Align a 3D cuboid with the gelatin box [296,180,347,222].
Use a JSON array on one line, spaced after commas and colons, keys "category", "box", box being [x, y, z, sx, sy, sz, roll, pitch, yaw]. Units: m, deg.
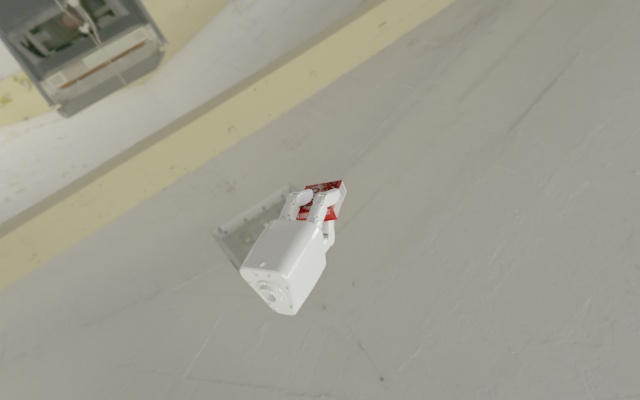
[{"category": "gelatin box", "box": [0.000, 0.003, 0.840, 0.073, 0.030, 0.089, -9, 32, 23]}]
